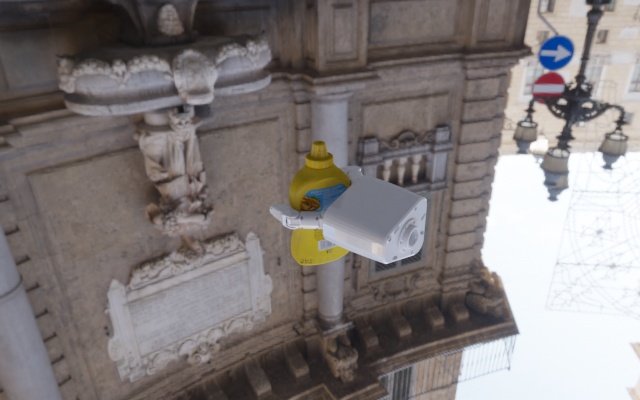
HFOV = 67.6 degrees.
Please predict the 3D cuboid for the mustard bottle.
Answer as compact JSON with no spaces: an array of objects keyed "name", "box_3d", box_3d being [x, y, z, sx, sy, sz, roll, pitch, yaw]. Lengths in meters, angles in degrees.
[{"name":"mustard bottle","box_3d":[0.000,0.002,0.728,0.096,0.192,0.058,-12,29,-20]}]
